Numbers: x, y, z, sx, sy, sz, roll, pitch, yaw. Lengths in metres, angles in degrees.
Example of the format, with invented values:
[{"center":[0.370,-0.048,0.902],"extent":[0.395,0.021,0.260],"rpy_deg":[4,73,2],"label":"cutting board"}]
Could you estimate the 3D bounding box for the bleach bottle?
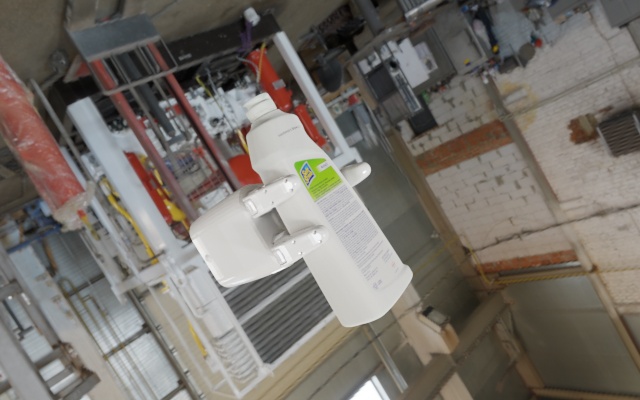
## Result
[{"center":[0.000,0.002,0.505],"extent":[0.068,0.251,0.102],"rpy_deg":[-27,5,37],"label":"bleach bottle"}]
